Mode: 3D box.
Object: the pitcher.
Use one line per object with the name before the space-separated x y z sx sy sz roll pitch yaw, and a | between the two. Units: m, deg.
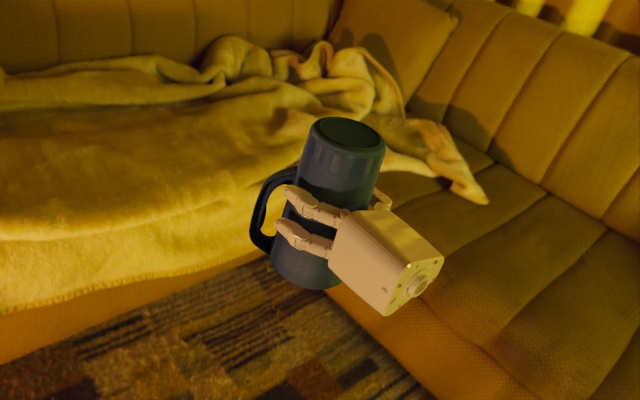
pitcher | 0.000 0.002 0.708 0.149 0.243 0.145 -17 46 -41
